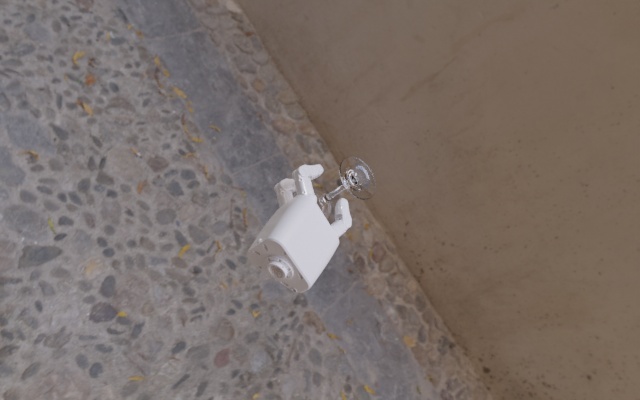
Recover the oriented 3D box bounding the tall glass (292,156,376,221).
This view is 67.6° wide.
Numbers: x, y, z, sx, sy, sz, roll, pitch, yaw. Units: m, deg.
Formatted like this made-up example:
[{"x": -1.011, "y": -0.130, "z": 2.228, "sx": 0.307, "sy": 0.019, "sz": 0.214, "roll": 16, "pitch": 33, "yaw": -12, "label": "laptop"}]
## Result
[{"x": 0.001, "y": 0.002, "z": 0.816, "sx": 0.079, "sy": 0.079, "sz": 0.201, "roll": 0, "pitch": -23, "yaw": -40, "label": "tall glass"}]
